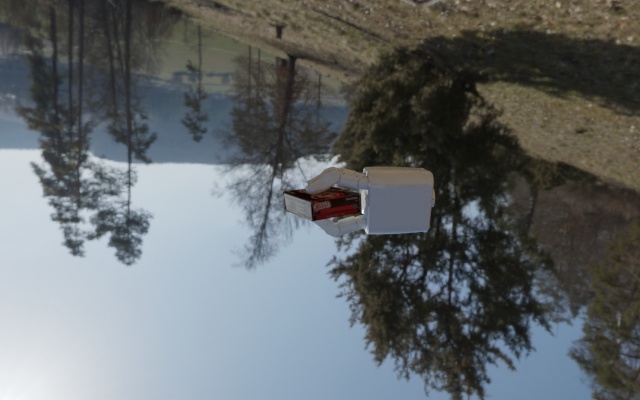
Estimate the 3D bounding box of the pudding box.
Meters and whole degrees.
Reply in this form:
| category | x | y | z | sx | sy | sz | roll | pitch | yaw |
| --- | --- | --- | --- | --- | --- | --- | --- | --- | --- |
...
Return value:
| category | x | y | z | sx | sy | sz | roll | pitch | yaw |
| --- | --- | --- | --- | --- | --- | --- | --- | --- | --- |
| pudding box | 0.000 | 0.003 | 0.801 | 0.090 | 0.039 | 0.113 | -8 | 10 | -27 |
